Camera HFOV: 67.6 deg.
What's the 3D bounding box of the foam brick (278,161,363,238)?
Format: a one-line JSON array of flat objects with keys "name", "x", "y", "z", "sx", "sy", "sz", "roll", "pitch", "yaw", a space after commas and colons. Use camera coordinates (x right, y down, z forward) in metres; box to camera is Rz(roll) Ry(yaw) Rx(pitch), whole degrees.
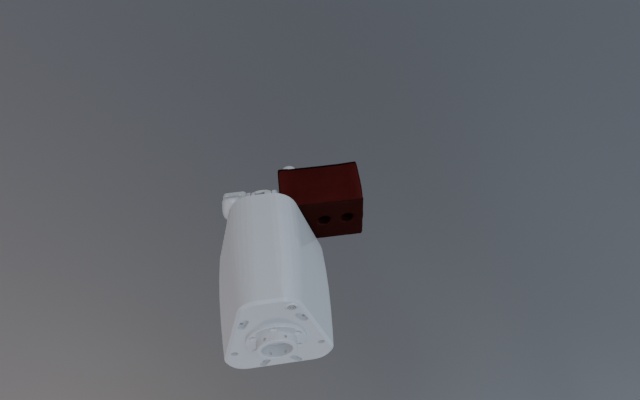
[{"name": "foam brick", "x": 0.000, "y": 0.001, "z": 0.463, "sx": 0.078, "sy": 0.051, "sz": 0.053, "roll": -7, "pitch": -43, "yaw": -4}]
